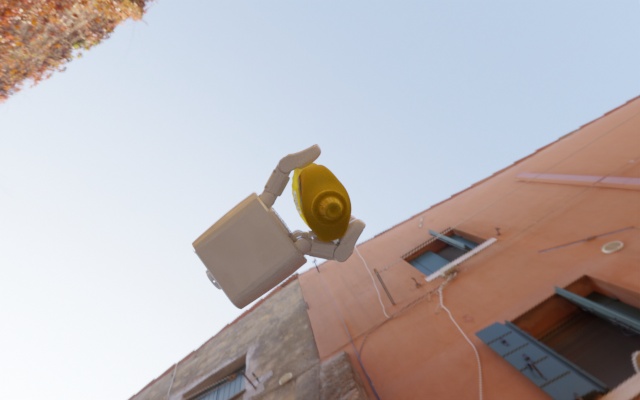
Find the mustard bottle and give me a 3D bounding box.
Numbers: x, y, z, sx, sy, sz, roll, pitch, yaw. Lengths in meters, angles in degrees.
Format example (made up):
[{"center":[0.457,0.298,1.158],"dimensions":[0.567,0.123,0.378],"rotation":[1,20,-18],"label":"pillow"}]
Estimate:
[{"center":[0.000,0.002,0.608],"dimensions":[0.058,0.096,0.191],"rotation":[-14,7,-6],"label":"mustard bottle"}]
